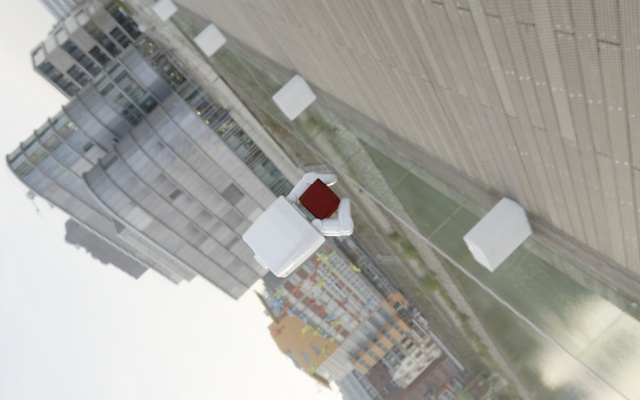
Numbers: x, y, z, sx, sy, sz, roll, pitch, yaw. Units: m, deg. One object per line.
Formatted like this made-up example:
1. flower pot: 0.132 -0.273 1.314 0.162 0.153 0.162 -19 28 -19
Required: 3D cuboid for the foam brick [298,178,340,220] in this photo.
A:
1. foam brick: 0.000 0.003 0.847 0.053 0.051 0.078 44 -4 12
